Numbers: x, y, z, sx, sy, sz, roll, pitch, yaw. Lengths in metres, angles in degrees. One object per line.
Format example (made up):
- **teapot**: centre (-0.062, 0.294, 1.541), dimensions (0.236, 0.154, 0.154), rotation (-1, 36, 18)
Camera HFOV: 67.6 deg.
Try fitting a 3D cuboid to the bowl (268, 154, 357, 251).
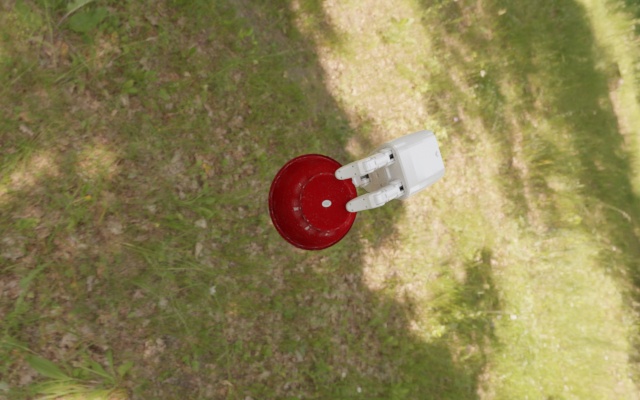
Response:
- **bowl**: centre (-0.001, 0.003, 0.770), dimensions (0.162, 0.162, 0.055), rotation (0, 0, -23)
